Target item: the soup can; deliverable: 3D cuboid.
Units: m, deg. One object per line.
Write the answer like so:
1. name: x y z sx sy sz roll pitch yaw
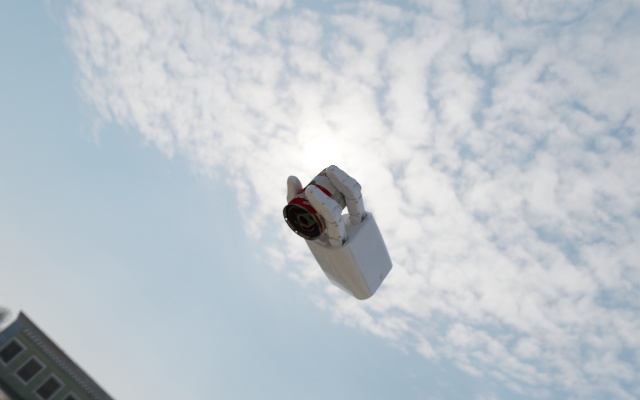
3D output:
1. soup can: 0.000 0.002 0.721 0.068 0.068 0.102 0 37 44
